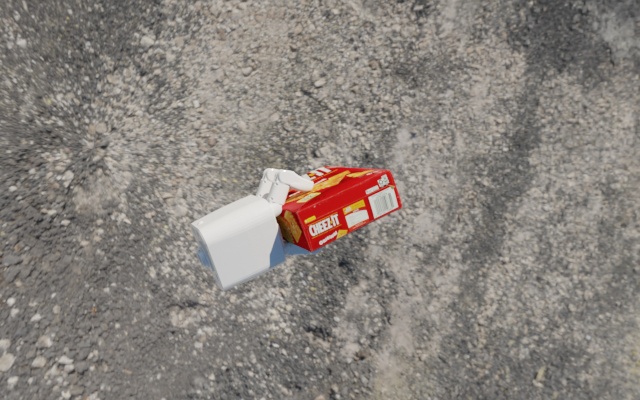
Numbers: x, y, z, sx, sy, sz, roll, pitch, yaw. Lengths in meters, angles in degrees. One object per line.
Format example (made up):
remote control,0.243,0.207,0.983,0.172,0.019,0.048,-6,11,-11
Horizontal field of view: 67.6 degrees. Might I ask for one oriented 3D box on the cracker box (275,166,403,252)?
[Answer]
cracker box,0.000,0.003,0.769,0.164,0.072,0.213,-25,15,-21
